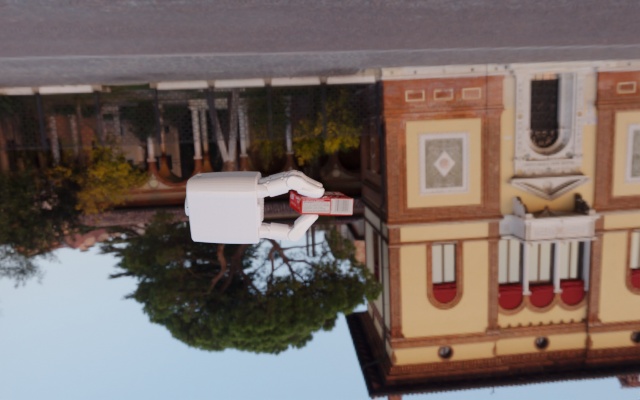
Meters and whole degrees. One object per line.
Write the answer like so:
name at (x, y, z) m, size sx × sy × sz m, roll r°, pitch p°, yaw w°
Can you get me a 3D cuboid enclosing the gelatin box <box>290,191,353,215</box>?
gelatin box at (0.000, 0.003, 0.777) m, size 0.089 × 0.030 × 0.073 m, roll 1°, pitch 9°, yaw -16°
